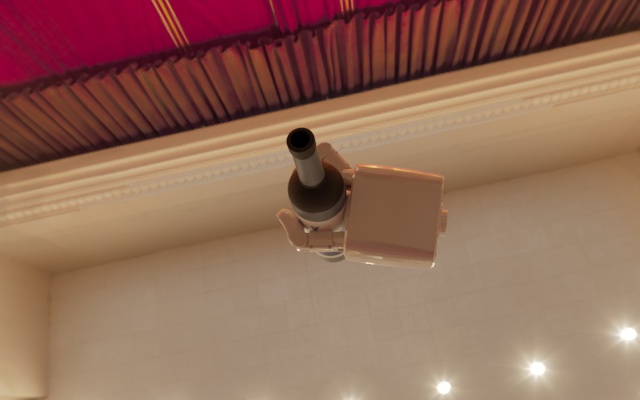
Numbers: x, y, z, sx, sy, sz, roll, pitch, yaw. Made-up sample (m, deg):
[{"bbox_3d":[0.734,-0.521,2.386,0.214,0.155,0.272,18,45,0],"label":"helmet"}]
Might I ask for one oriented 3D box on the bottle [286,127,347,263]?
[{"bbox_3d":[0.000,0.002,0.582,0.069,0.069,0.296,0,-24,8],"label":"bottle"}]
